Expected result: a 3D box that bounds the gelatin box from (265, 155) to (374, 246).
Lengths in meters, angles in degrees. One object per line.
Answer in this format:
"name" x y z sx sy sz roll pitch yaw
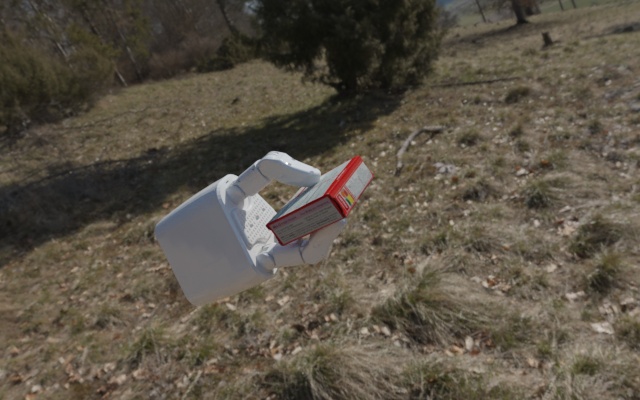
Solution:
"gelatin box" 0.000 0.001 0.455 0.089 0.030 0.073 -28 15 40
